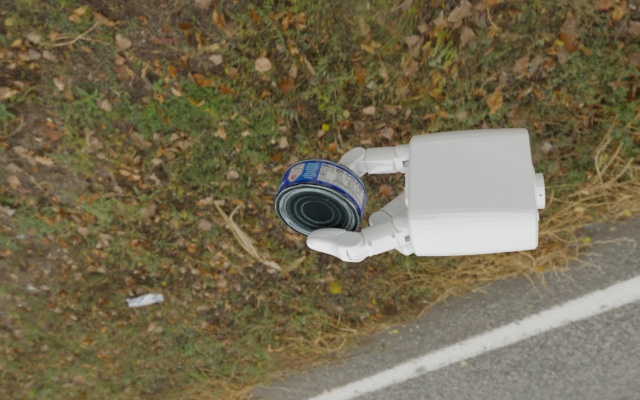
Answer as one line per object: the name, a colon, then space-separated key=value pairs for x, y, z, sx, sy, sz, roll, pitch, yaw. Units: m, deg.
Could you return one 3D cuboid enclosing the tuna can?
tuna can: x=0.000 y=0.002 z=0.461 sx=0.086 sy=0.033 sz=0.086 roll=10 pitch=-40 yaw=8
